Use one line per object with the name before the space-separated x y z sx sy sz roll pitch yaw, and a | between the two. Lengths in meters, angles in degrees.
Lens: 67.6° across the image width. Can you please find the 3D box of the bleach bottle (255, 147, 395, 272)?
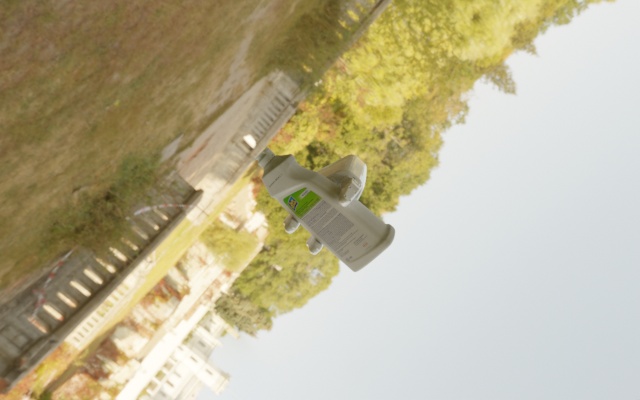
bleach bottle | 0.000 0.003 0.786 0.102 0.251 0.068 -44 9 25
